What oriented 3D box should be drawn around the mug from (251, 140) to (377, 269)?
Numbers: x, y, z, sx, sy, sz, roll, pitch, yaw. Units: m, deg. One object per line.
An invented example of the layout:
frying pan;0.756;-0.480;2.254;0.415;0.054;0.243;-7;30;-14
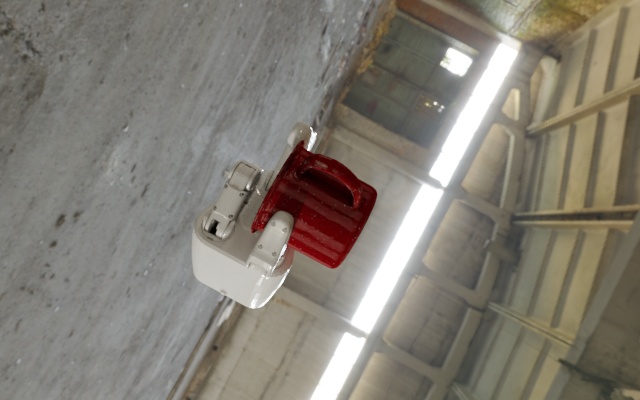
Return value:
mug;0.001;0.001;0.409;0.081;0.093;0.117;29;-33;0
